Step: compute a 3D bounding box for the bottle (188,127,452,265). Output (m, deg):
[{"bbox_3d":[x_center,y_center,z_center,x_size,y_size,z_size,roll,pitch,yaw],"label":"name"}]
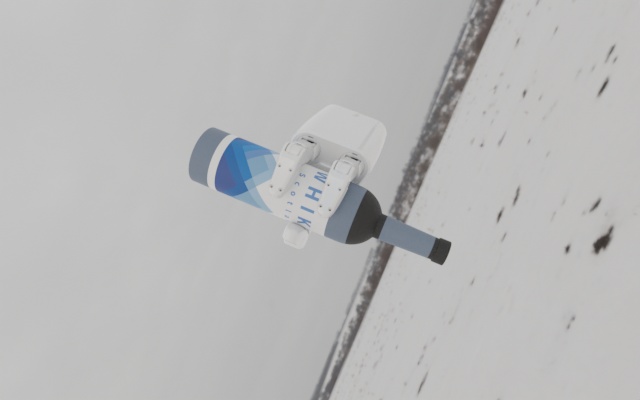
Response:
[{"bbox_3d":[0.000,0.002,0.530,0.295,0.069,0.069,22,3,8],"label":"bottle"}]
